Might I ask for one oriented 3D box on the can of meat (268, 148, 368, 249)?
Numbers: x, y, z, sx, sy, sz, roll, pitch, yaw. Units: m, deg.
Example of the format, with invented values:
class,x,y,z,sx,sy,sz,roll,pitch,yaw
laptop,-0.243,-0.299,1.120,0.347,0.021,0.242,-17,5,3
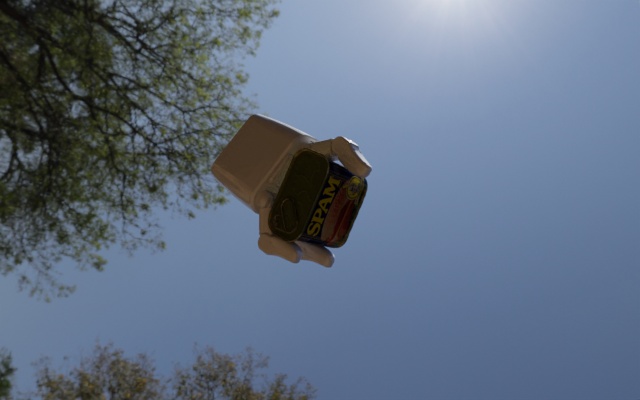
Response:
class,x,y,z,sx,sy,sz,roll,pitch,yaw
can of meat,0.000,0.002,0.547,0.057,0.102,0.084,27,6,41
